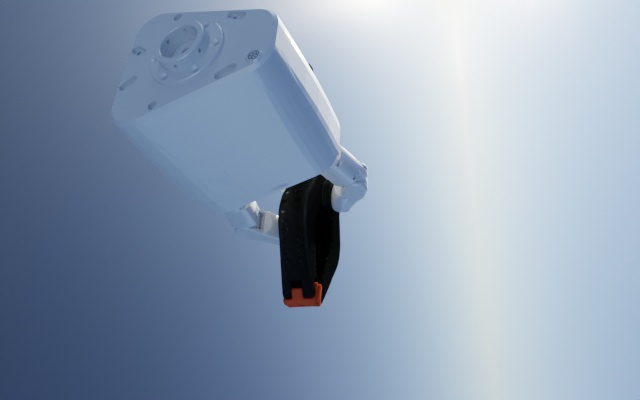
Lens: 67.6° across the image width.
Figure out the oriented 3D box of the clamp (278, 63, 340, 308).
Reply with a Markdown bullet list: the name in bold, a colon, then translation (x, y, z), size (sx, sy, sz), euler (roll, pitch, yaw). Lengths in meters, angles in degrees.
- **clamp**: translation (0.001, 0.002, 0.441), size (0.036, 0.209, 0.165), euler (-8, -31, 20)
